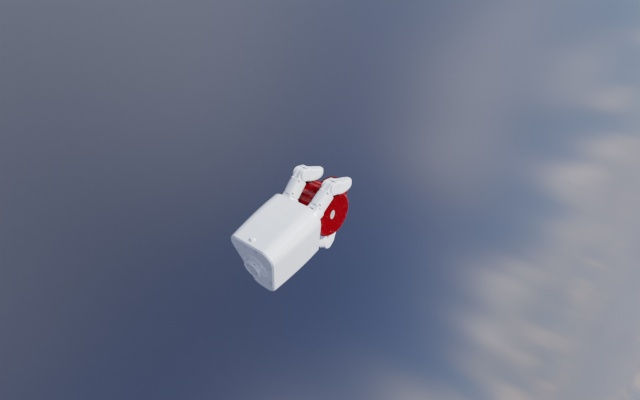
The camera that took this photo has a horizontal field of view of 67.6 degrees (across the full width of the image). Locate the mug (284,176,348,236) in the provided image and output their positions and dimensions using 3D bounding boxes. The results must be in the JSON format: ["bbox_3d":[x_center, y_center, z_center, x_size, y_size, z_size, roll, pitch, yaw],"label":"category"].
[{"bbox_3d":[0.001,0.002,0.812,0.081,0.093,0.117,25,55,34],"label":"mug"}]
